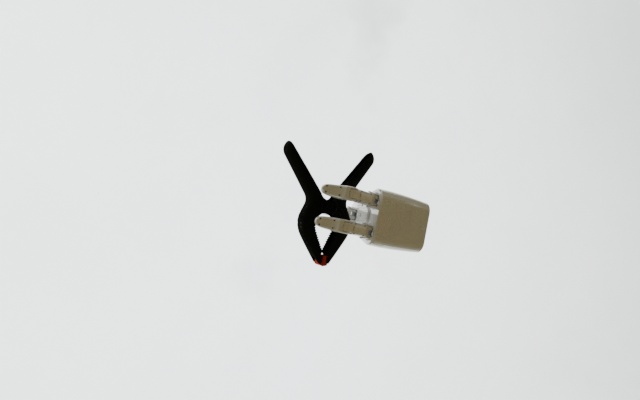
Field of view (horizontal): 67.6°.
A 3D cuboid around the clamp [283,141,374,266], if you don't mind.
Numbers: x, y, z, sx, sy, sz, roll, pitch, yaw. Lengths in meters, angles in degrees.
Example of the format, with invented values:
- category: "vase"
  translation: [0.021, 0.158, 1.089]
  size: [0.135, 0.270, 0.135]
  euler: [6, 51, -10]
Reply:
- category: "clamp"
  translation: [0.000, 0.003, 0.807]
  size: [0.164, 0.210, 0.036]
  euler: [13, -5, -20]
